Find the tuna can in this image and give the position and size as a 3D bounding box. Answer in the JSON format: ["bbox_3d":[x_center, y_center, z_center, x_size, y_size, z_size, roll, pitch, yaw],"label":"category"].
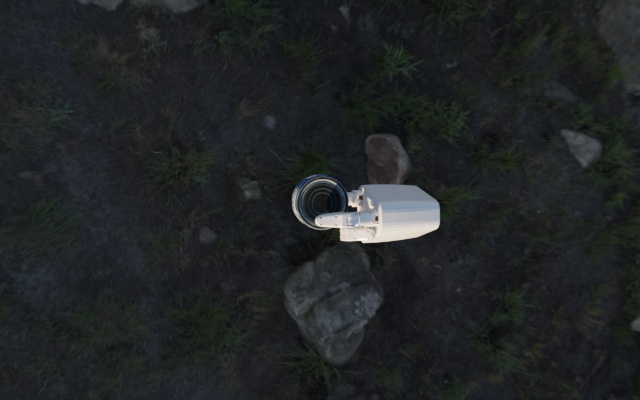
[{"bbox_3d":[0.000,0.003,0.744,0.086,0.086,0.033,0,6,-12],"label":"tuna can"}]
